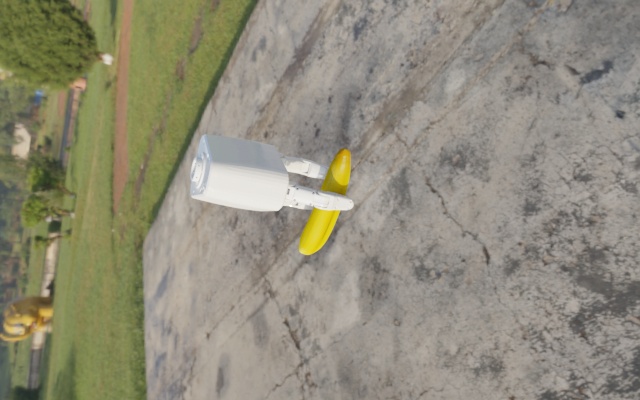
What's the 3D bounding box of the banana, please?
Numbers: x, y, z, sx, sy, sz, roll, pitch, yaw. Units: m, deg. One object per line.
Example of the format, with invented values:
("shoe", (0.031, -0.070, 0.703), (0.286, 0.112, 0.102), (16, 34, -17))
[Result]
("banana", (0.002, 0.017, 0.713), (0.037, 0.198, 0.069), (11, 36, -21))
